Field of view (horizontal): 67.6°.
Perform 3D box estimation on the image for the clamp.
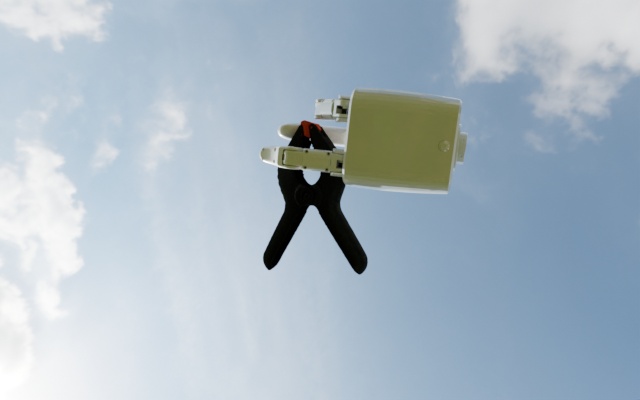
[{"bbox_3d":[0.000,0.001,0.520,0.120,0.171,0.039,8,8,14],"label":"clamp"}]
